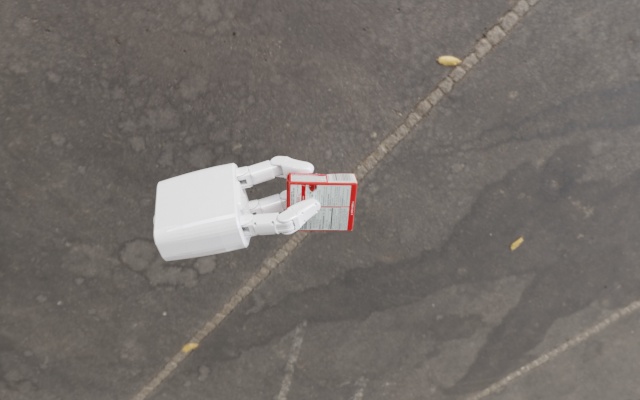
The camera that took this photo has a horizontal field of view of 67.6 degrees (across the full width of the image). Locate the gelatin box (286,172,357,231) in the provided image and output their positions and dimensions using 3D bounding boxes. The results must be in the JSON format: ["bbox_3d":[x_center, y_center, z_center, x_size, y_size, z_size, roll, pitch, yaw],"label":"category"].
[{"bbox_3d":[0.000,0.002,0.618,0.089,0.073,0.030,1,31,-4],"label":"gelatin box"}]
